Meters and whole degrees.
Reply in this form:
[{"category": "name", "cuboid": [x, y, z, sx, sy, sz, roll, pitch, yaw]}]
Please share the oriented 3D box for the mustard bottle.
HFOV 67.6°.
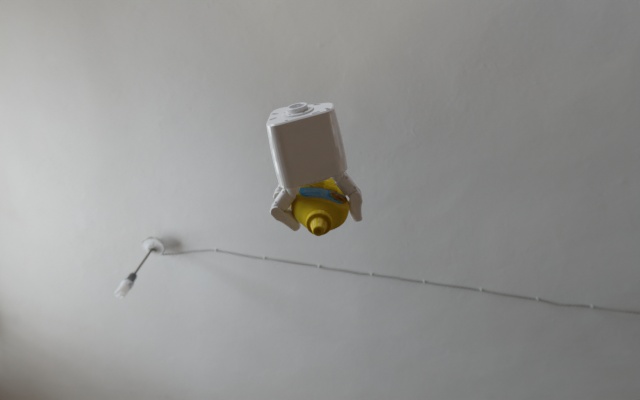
[{"category": "mustard bottle", "cuboid": [0.000, 0.003, 0.801, 0.096, 0.058, 0.191, 13, 26, -5]}]
